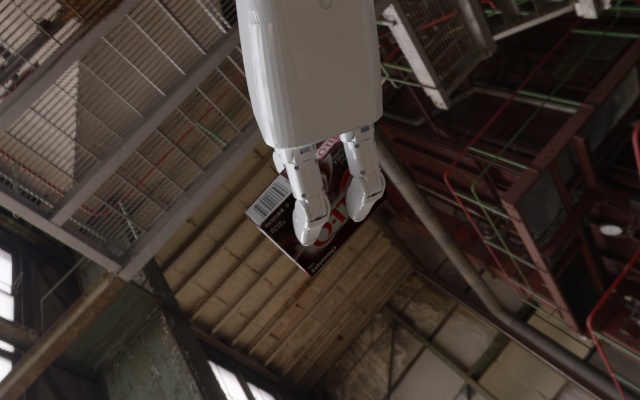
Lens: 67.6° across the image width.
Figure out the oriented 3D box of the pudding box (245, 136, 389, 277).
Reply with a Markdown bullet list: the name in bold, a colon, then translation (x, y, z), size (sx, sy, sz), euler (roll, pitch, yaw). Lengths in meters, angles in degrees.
- **pudding box**: translation (0.000, 0.001, 0.437), size (0.039, 0.113, 0.090), euler (39, -8, 49)
